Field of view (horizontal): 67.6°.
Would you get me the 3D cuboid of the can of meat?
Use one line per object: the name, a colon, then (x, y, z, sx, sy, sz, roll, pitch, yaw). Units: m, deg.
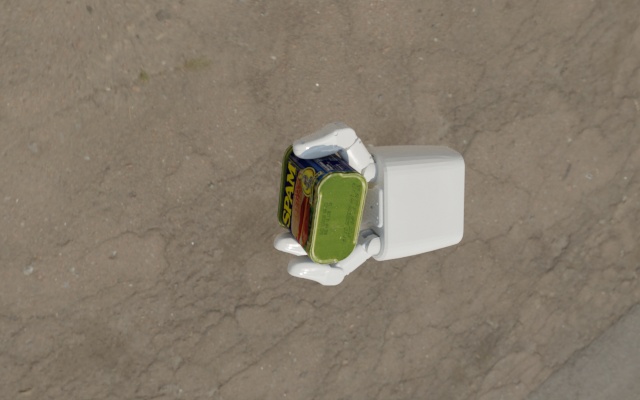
can of meat: (0.000, 0.002, 0.479, 0.057, 0.102, 0.084, -4, 27, -25)
